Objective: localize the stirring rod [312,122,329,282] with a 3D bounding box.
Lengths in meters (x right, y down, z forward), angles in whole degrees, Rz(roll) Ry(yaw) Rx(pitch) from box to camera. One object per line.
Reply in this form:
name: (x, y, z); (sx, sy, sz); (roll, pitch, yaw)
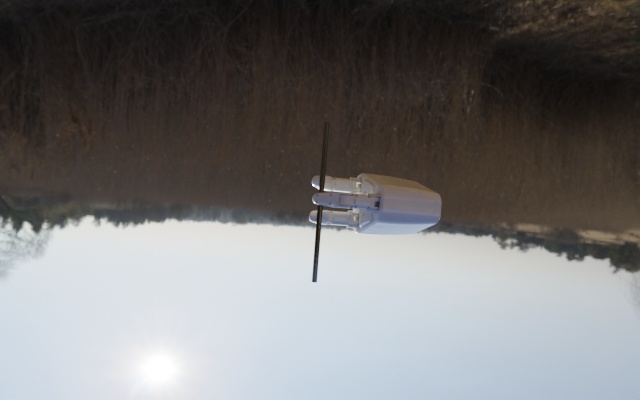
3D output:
stirring rod: (0.000, 0.002, 0.718); (0.011, 0.239, 0.011); (4, -1, 0)
